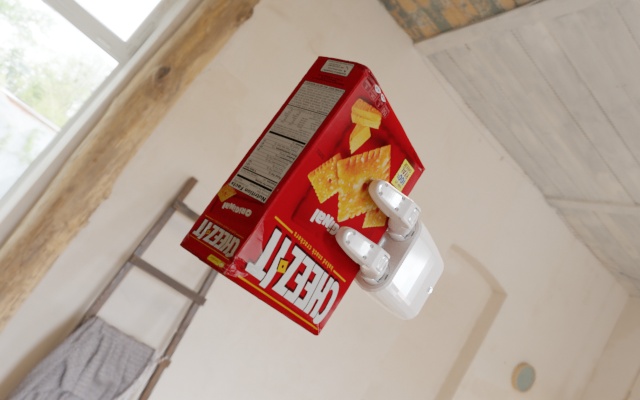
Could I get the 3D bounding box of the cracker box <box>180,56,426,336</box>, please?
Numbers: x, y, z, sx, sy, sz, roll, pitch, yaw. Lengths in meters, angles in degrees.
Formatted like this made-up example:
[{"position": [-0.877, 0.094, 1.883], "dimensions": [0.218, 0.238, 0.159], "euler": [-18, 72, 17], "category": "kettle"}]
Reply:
[{"position": [0.000, 0.001, 0.454], "dimensions": [0.072, 0.213, 0.164], "euler": [23, -17, 40], "category": "cracker box"}]
